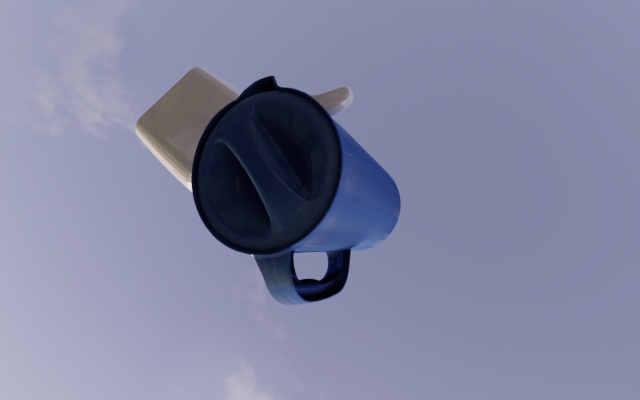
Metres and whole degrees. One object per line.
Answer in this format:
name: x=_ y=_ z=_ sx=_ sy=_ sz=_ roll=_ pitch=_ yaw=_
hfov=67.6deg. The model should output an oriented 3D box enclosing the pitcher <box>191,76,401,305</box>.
pitcher: x=0.000 y=0.001 z=0.468 sx=0.145 sy=0.149 sz=0.243 roll=37 pitch=7 yaw=24
